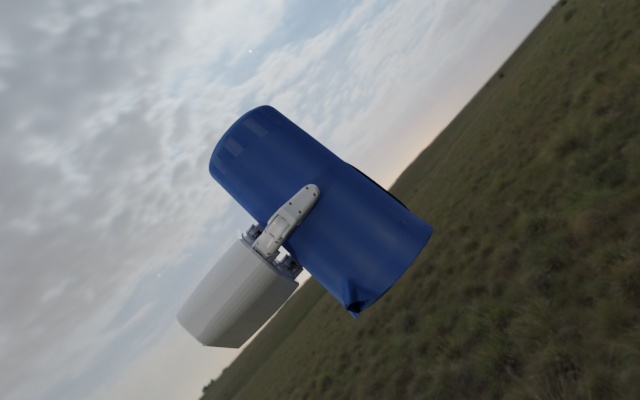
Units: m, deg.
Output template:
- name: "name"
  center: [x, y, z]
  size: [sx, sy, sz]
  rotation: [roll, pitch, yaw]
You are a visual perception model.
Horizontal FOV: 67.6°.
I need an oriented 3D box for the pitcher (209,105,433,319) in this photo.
- name: "pitcher"
  center: [0.000, 0.002, 0.549]
  size: [0.243, 0.145, 0.149]
  rotation: [41, -4, 5]
